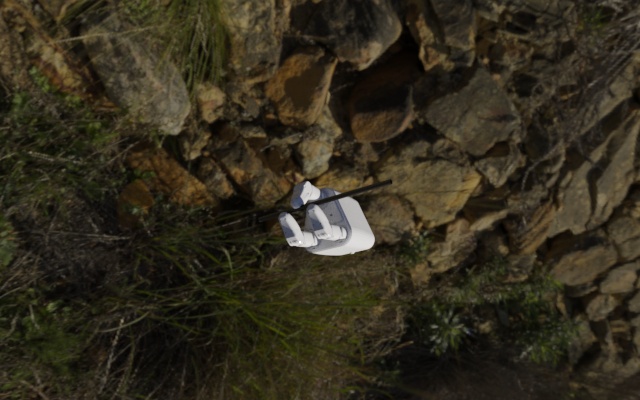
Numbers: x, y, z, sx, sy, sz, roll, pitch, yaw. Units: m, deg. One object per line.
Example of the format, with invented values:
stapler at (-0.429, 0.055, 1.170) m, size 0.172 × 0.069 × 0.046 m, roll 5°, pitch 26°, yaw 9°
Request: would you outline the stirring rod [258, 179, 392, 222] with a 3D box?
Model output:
stirring rod at (0.000, 0.002, 0.748) m, size 0.239 × 0.011 × 0.011 m, roll -16°, pitch -8°, yaw 28°
